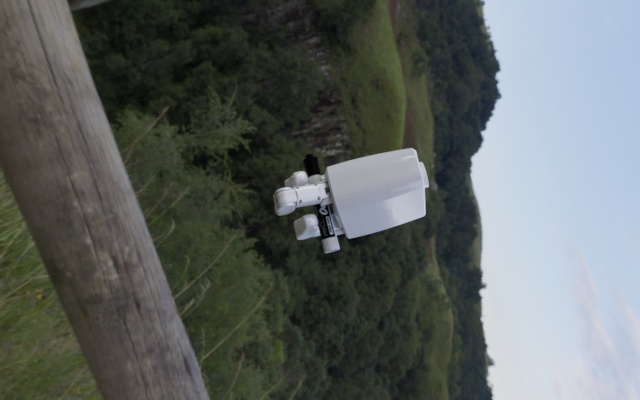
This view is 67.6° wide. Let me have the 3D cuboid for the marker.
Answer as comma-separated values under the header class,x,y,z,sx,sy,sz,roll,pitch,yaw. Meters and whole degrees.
class,x,y,z,sx,sy,sz,roll,pitch,yaw
marker,0.000,0.002,0.570,0.020,0.121,0.020,-13,-12,-3
